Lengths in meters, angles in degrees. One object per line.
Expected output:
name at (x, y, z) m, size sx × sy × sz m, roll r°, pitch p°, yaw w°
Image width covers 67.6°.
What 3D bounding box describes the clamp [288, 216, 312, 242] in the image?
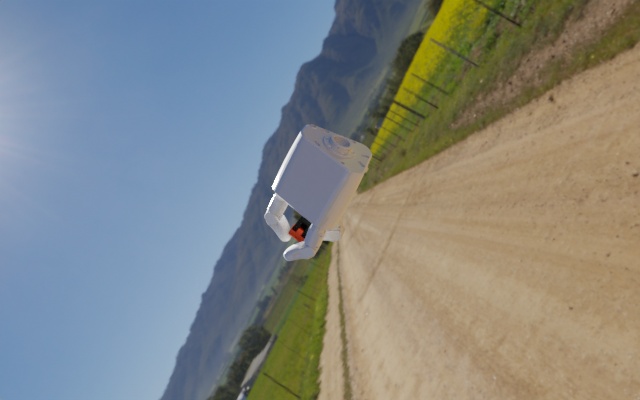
clamp at (-0.001, 0.002, 0.793) m, size 0.039 × 0.120 × 0.171 m, roll 30°, pitch 34°, yaw 0°
